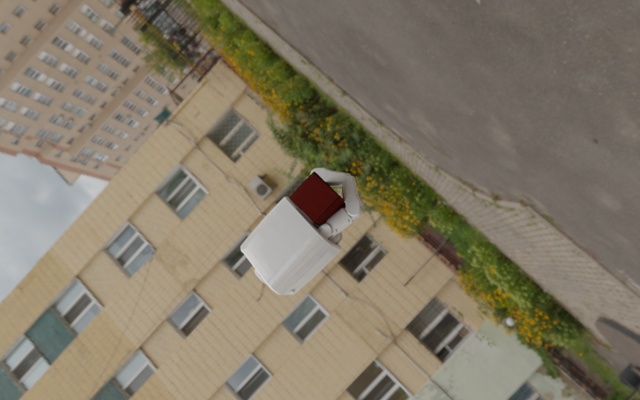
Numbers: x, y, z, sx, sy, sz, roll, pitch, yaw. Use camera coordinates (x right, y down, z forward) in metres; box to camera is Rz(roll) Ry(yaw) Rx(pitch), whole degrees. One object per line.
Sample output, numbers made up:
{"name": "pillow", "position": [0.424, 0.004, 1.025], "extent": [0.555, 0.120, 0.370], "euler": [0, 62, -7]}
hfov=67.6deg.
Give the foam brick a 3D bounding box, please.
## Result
{"name": "foam brick", "position": [0.000, 0.002, 0.678], "extent": [0.053, 0.051, 0.078], "euler": [45, 2, 18]}
